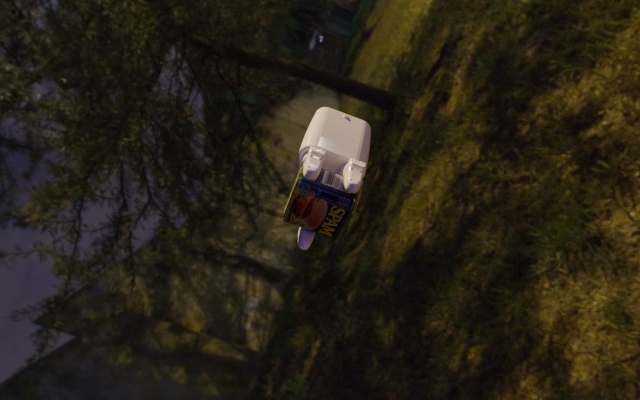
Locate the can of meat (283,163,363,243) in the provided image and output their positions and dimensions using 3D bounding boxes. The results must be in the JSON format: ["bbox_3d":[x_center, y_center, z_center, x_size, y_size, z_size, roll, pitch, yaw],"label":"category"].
[{"bbox_3d":[0.000,0.002,0.649,0.084,0.057,0.102,20,-38,-5],"label":"can of meat"}]
